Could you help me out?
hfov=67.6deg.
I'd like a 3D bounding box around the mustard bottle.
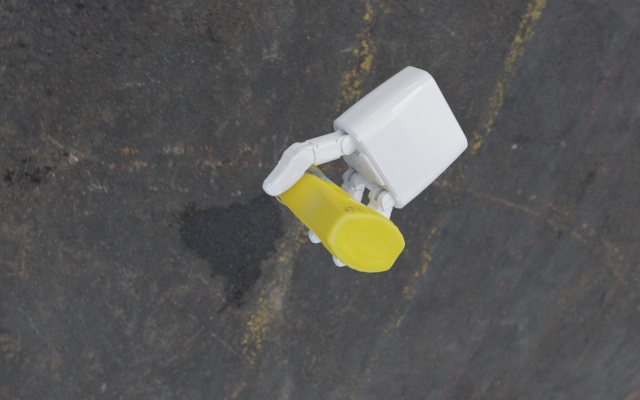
[{"bbox_3d":[0.000,0.002,0.512,0.096,0.058,0.191,25,10,-39],"label":"mustard bottle"}]
